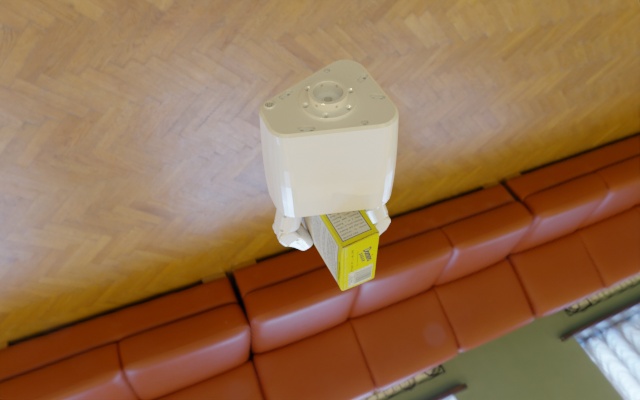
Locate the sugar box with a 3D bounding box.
[{"bbox_3d":[0.001,0.001,0.518,0.048,0.176,0.093,-20,-35,-14],"label":"sugar box"}]
